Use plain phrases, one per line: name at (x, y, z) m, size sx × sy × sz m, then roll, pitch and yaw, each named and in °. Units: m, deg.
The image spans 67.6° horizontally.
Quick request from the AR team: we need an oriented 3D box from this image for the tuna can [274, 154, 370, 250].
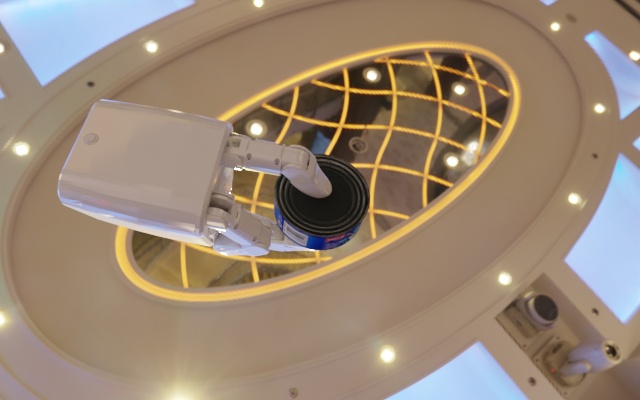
tuna can at (0.000, 0.002, 0.436) m, size 0.086 × 0.086 × 0.034 m, roll 0°, pitch -30°, yaw -8°
